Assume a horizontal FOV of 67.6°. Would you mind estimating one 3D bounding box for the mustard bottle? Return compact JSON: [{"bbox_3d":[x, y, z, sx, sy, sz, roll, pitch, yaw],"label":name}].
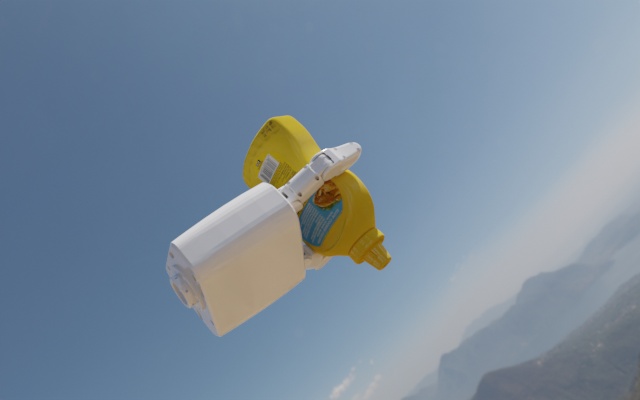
[{"bbox_3d":[0.000,0.001,0.507,0.191,0.096,0.058,44,35,21],"label":"mustard bottle"}]
